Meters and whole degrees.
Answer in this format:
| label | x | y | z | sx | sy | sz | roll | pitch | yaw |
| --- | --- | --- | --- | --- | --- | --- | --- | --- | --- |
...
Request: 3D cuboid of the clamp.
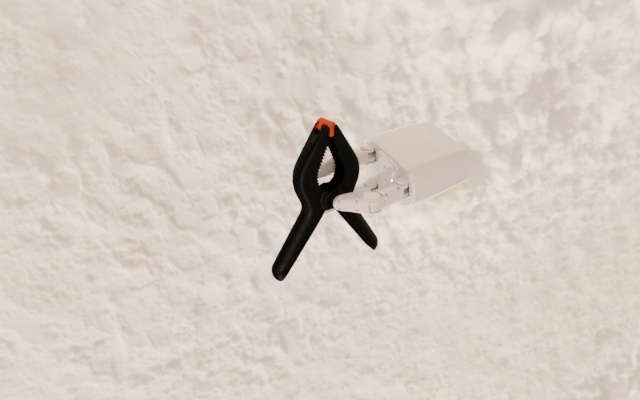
| label | x | y | z | sx | sy | sz | roll | pitch | yaw |
| --- | --- | --- | --- | --- | --- | --- | --- | --- | --- |
| clamp | 0.001 | 0.002 | 0.613 | 0.164 | 0.210 | 0.036 | -22 | 31 | -25 |
